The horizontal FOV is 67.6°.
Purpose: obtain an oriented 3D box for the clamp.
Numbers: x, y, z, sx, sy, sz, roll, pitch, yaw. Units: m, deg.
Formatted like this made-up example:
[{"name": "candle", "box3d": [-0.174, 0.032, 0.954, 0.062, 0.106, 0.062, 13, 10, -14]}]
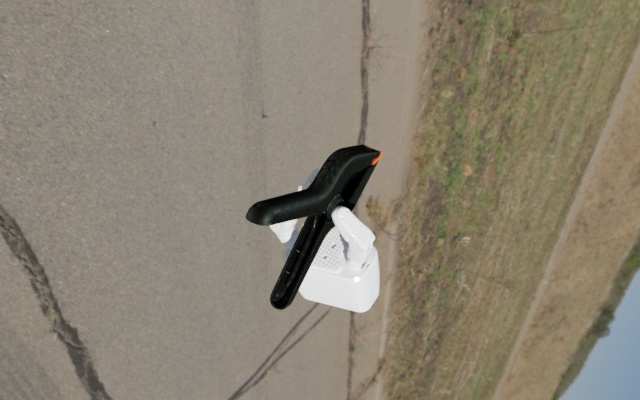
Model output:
[{"name": "clamp", "box3d": [0.001, 0.002, 0.510, 0.036, 0.210, 0.165, 27, -27, 24]}]
